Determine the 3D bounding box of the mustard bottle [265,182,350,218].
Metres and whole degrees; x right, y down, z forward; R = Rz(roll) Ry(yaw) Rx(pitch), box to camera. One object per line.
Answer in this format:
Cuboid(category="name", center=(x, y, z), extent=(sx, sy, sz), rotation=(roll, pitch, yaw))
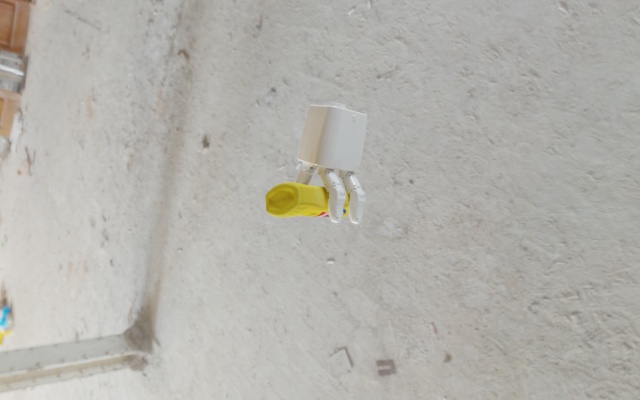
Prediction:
Cuboid(category="mustard bottle", center=(0.000, 0.003, 0.868), extent=(0.191, 0.058, 0.096), rotation=(4, -14, -45))
